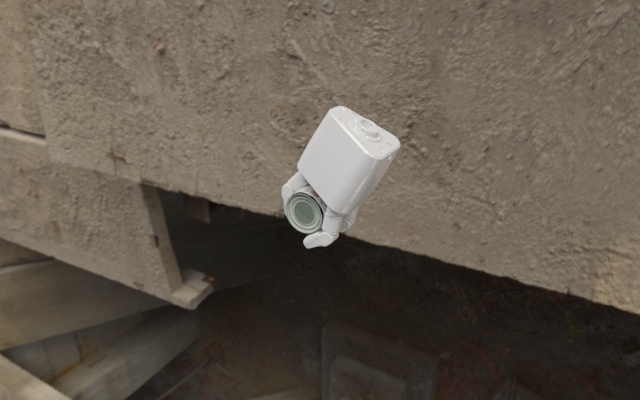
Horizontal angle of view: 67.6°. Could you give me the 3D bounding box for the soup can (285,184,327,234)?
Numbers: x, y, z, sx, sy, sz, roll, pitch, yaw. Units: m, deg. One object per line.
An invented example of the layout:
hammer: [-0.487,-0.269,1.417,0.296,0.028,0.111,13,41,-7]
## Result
soup can: [0.000,0.003,0.749,0.068,0.068,0.102,0,20,33]
